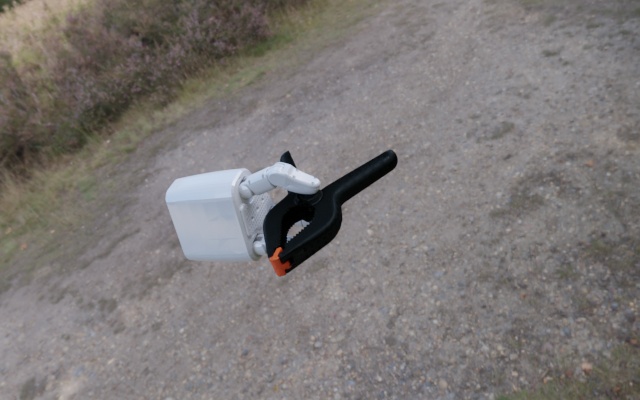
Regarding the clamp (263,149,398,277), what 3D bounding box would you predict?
[{"bbox_3d":[0.000,0.002,0.567,0.164,0.036,0.209,-3,40,22],"label":"clamp"}]
